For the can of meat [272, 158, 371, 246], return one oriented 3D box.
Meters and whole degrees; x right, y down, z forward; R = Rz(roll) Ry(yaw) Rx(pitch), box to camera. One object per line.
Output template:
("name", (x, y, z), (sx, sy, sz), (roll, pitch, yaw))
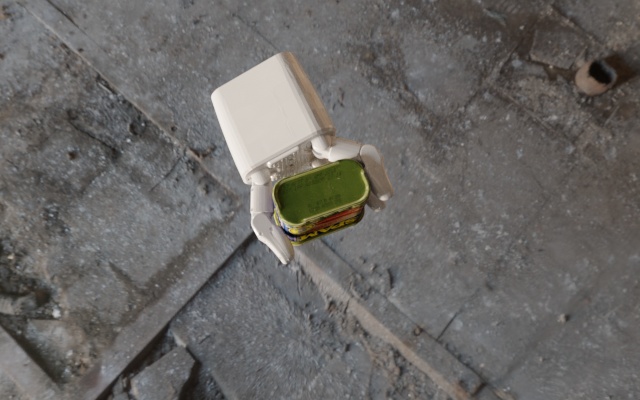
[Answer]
("can of meat", (0.000, 0.002, 0.509), (0.102, 0.057, 0.084), (-19, -15, -7))
